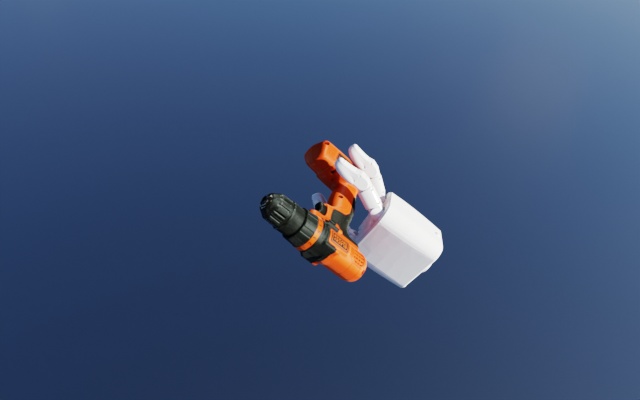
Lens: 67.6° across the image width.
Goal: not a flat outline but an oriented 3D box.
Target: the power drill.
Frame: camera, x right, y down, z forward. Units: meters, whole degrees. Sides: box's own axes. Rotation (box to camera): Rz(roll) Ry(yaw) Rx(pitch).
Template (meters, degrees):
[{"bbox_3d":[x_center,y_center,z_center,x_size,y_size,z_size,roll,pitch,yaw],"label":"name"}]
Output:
[{"bbox_3d":[0.000,0.002,0.689,0.057,0.187,0.184,-26,-54,35],"label":"power drill"}]
